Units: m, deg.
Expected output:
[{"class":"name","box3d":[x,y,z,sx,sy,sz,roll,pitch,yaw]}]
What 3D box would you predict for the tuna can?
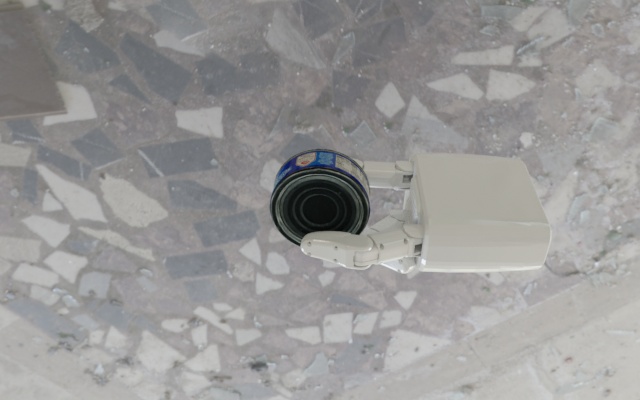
[{"class":"tuna can","box3d":[0.000,0.002,0.409,0.086,0.086,0.033,0,32,4]}]
